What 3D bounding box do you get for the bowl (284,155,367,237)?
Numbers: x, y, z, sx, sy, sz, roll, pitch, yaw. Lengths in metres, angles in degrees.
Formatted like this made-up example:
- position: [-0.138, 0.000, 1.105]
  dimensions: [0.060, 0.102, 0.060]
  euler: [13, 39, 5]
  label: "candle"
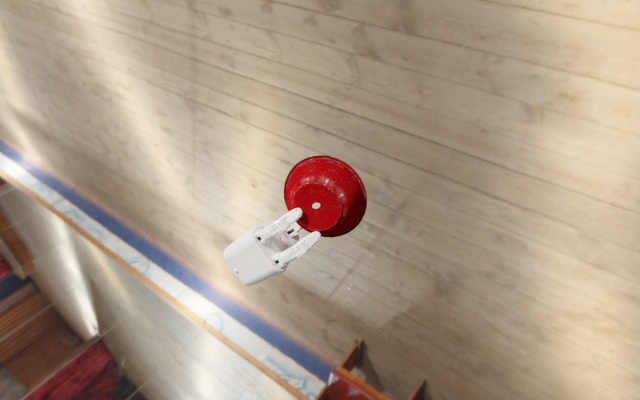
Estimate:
- position: [0.001, 0.002, 0.861]
  dimensions: [0.162, 0.162, 0.055]
  euler: [0, 20, 18]
  label: "bowl"
